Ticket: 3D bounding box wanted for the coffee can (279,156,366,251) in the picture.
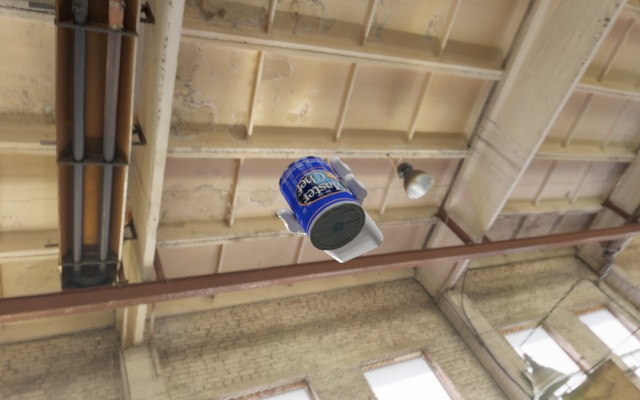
[{"bbox_3d":[0.000,0.003,0.828,0.103,0.103,0.140,0,37,-32],"label":"coffee can"}]
